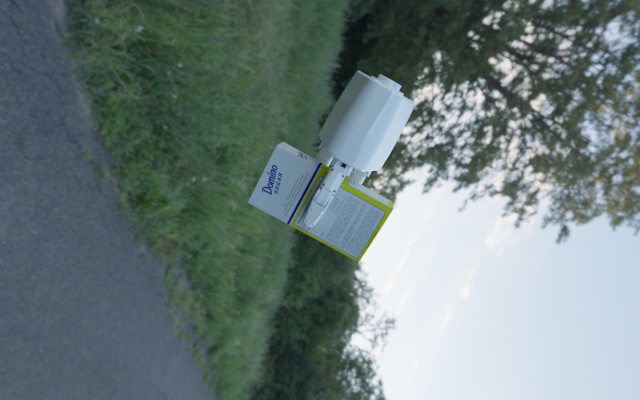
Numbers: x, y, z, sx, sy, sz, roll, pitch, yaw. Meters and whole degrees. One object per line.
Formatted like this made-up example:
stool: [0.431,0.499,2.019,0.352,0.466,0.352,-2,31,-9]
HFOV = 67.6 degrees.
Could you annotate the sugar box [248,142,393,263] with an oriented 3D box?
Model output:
sugar box: [0.000,0.002,0.653,0.176,0.093,0.048,30,18,1]
